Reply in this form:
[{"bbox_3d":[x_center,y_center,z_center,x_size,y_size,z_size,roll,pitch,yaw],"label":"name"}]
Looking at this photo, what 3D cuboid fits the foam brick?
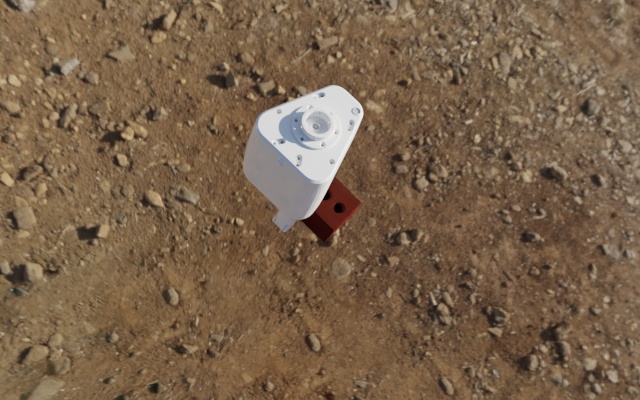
[{"bbox_3d":[0.000,0.002,0.581,0.053,0.078,0.051,-45,-4,-24],"label":"foam brick"}]
